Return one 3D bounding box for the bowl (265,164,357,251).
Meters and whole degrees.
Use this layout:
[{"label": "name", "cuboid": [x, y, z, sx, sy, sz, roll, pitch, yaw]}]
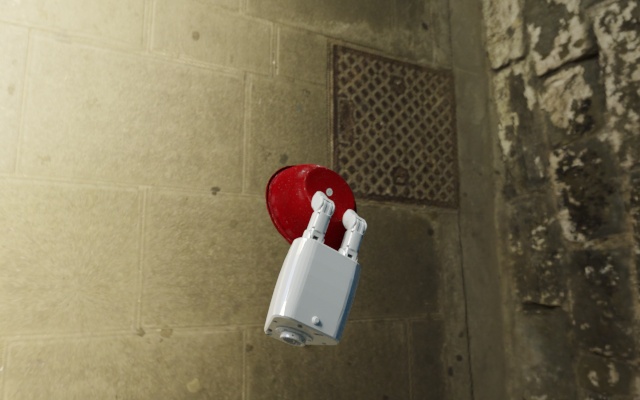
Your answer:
[{"label": "bowl", "cuboid": [0.000, 0.001, 0.721, 0.162, 0.162, 0.055, 0, -29, -39]}]
